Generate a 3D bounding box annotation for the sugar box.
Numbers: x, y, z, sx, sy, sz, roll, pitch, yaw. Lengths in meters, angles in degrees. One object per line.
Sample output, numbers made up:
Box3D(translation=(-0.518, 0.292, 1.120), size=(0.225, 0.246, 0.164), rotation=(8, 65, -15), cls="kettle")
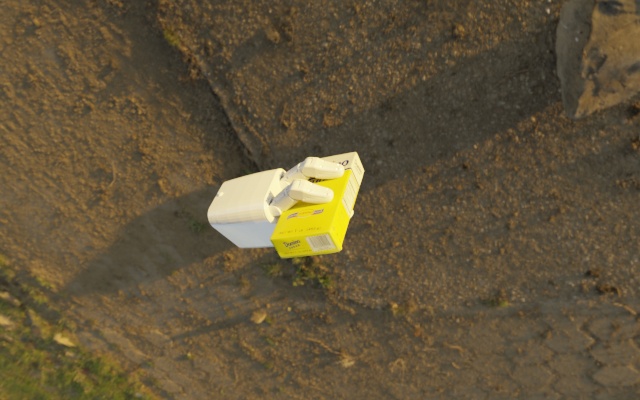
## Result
Box3D(translation=(0.000, 0.002, 0.688), size=(0.093, 0.048, 0.176), rotation=(-9, 40, 24), cls="sugar box")
